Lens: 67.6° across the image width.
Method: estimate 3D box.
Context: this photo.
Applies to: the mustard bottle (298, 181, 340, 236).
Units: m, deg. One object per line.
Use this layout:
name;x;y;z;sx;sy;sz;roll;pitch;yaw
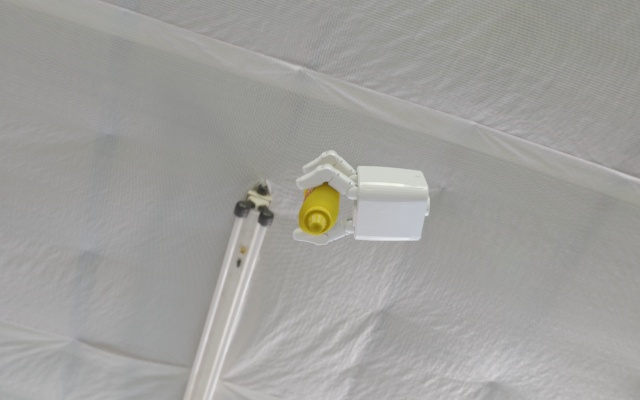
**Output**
mustard bottle;0.000;0.002;0.768;0.058;0.096;0.191;26;22;-8
